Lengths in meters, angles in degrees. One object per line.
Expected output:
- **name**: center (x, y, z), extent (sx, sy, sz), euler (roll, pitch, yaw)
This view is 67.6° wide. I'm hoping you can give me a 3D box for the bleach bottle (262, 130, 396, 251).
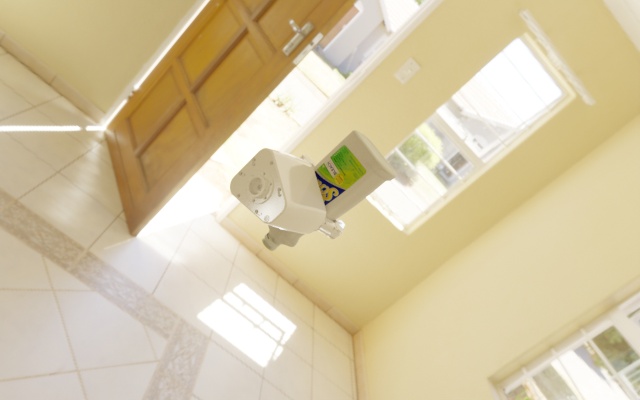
- **bleach bottle**: center (0.000, 0.003, 0.796), extent (0.251, 0.102, 0.068), euler (-43, -27, 17)
